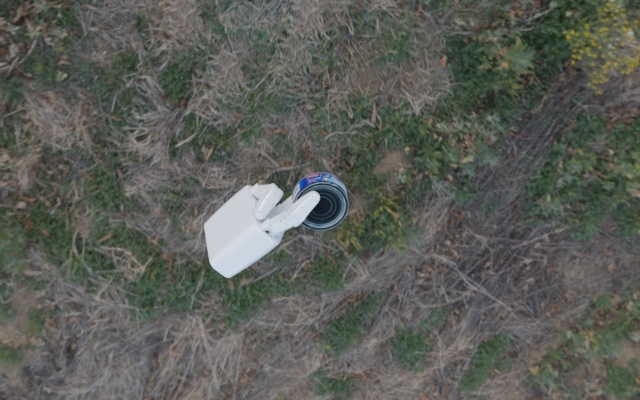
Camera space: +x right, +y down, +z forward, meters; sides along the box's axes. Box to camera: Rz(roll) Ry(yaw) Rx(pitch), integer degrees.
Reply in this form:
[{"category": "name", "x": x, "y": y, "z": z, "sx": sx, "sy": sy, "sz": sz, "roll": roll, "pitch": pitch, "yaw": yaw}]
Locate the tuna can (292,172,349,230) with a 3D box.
[{"category": "tuna can", "x": 0.000, "y": 0.003, "z": 0.726, "sx": 0.086, "sy": 0.086, "sz": 0.033, "roll": 0, "pitch": 28, "yaw": -6}]
